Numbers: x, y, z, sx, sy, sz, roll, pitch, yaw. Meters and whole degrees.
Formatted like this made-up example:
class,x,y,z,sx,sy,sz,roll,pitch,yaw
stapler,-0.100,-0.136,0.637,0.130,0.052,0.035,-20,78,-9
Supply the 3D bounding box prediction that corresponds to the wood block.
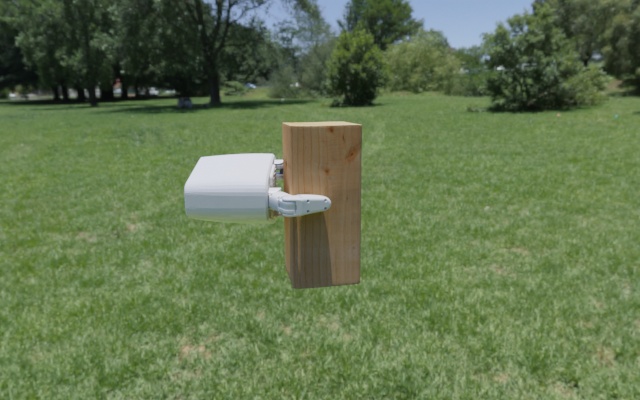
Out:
class,x,y,z,sx,sy,sz,roll,pitch,yaw
wood block,0.000,0.002,0.634,0.090,0.206,0.091,-3,12,-11
